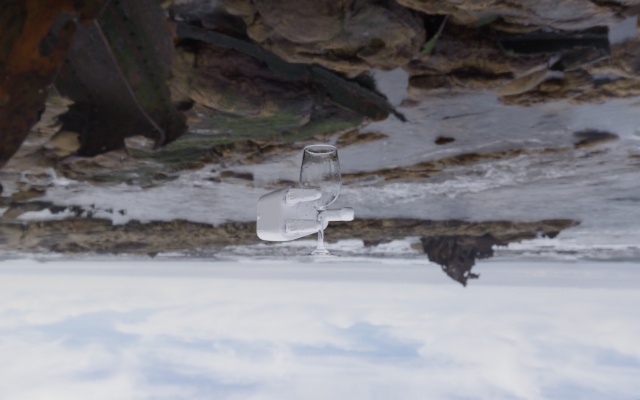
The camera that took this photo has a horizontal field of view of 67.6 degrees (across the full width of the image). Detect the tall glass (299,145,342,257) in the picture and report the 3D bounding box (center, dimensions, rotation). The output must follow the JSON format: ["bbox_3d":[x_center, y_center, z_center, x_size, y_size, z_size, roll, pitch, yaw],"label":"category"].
[{"bbox_3d":[0.000,0.004,0.873,0.079,0.201,0.079,0,-7,0],"label":"tall glass"}]
